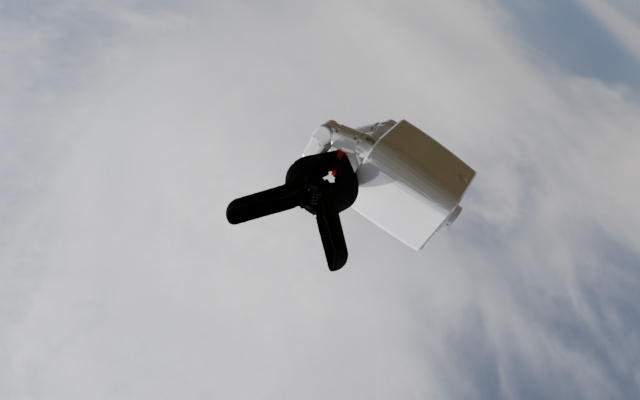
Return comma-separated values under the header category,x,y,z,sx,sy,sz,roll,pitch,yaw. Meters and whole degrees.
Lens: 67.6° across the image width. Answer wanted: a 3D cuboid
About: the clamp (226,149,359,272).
category,x,y,z,sx,sy,sz,roll,pitch,yaw
clamp,0.000,0.002,0.486,0.120,0.039,0.171,35,43,11
